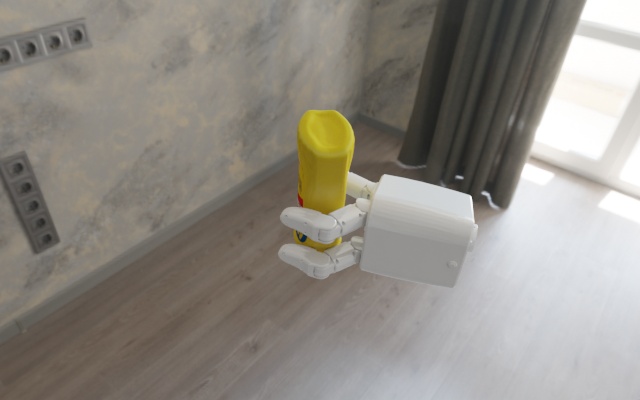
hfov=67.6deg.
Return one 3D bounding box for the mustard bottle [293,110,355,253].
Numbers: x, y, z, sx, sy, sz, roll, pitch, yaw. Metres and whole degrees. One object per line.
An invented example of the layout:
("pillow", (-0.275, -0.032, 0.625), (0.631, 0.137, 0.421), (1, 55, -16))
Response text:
("mustard bottle", (0.000, 0.002, 0.541), (0.058, 0.192, 0.096), (-2, 39, -8))
